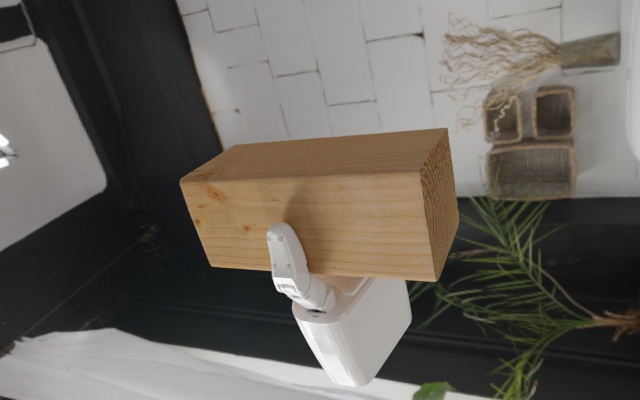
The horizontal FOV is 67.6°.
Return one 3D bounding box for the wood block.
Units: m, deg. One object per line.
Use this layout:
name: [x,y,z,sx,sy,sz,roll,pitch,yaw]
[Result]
wood block: [0.000,0.002,0.402,0.206,0.090,0.090,-1,26,27]
